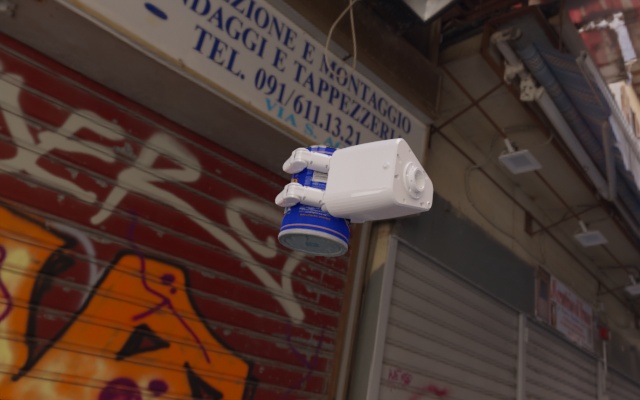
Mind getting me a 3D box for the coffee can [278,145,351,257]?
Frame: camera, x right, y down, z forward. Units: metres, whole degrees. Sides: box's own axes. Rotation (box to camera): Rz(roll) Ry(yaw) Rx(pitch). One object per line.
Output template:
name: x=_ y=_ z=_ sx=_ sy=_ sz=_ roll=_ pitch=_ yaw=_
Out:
coffee can: x=0.000 y=0.003 z=0.720 sx=0.103 sy=0.140 sz=0.103 roll=9 pitch=-22 yaw=4
